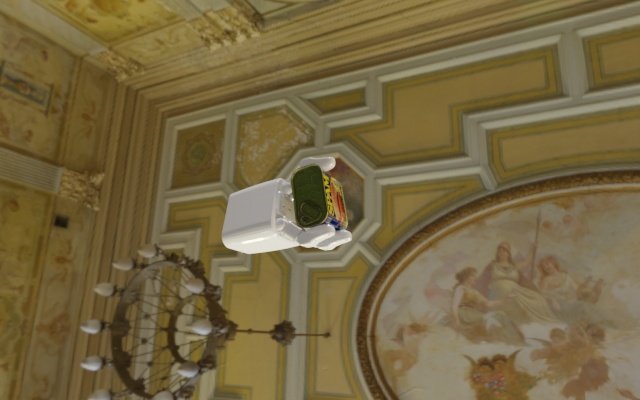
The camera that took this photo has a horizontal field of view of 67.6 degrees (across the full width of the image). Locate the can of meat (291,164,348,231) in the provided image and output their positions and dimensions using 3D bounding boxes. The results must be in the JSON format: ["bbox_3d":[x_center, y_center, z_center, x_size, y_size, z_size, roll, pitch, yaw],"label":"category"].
[{"bbox_3d":[0.000,0.003,0.779,0.057,0.102,0.084,-17,-22,23],"label":"can of meat"}]
